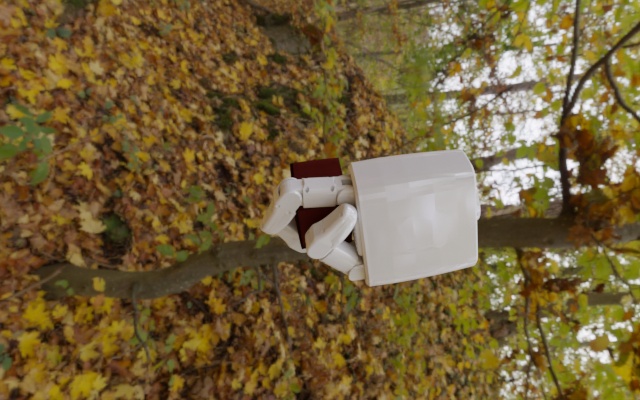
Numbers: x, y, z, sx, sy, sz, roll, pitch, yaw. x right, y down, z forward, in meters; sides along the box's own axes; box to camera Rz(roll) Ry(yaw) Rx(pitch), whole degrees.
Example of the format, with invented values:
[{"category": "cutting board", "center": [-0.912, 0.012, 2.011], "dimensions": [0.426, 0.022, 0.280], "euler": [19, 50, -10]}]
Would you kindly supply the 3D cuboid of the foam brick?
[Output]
[{"category": "foam brick", "center": [0.000, 0.001, 0.476], "dimensions": [0.051, 0.053, 0.078], "euler": [-9, 40, 0]}]
